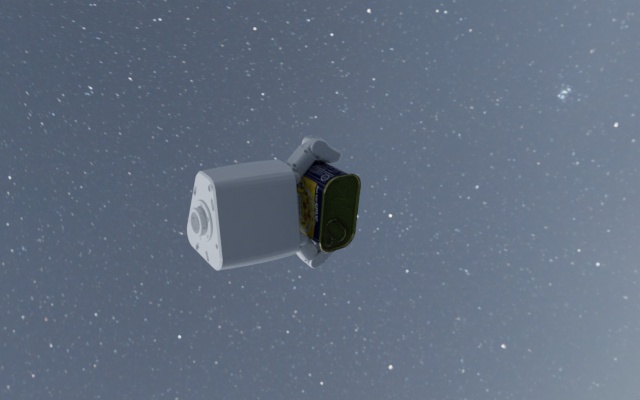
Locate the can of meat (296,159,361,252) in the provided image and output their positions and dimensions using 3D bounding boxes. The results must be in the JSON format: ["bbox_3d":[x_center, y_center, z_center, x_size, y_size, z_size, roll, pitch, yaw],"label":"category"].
[{"bbox_3d":[0.000,0.002,0.615,0.057,0.102,0.084,-14,30,-35],"label":"can of meat"}]
